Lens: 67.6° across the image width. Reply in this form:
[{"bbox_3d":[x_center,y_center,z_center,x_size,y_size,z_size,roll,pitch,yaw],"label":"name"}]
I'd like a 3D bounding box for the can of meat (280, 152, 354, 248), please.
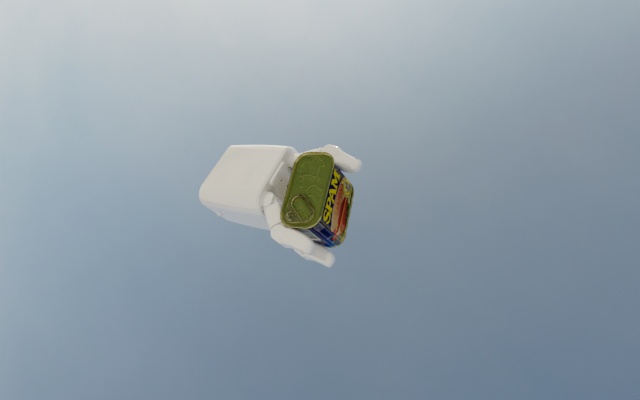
[{"bbox_3d":[0.000,0.002,0.614,0.057,0.102,0.084,3,-22,27],"label":"can of meat"}]
